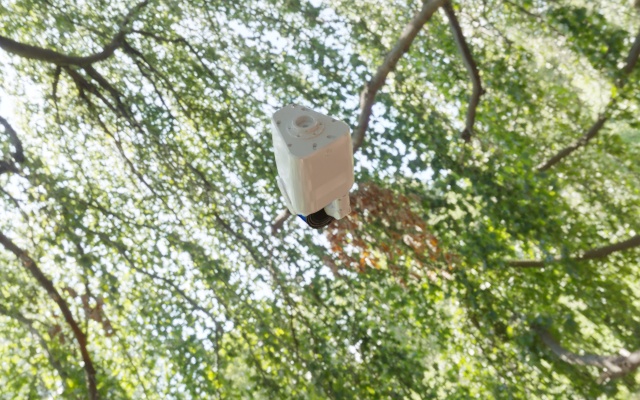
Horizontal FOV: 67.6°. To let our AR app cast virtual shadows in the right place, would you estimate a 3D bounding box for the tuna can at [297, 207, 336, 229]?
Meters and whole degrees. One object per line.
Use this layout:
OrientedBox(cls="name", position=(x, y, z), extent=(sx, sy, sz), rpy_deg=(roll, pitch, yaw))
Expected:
OrientedBox(cls="tuna can", position=(0.000, 0.002, 0.783), extent=(0.086, 0.086, 0.033), rpy_deg=(0, 31, -49))
